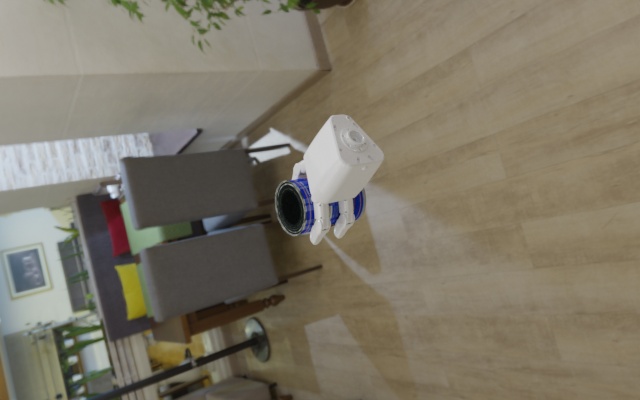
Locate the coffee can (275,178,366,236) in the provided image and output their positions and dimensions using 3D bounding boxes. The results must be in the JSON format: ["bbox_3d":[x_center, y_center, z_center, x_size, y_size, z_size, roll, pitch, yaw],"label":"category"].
[{"bbox_3d":[0.000,0.003,0.899,0.140,0.103,0.103,-12,7,-35],"label":"coffee can"}]
